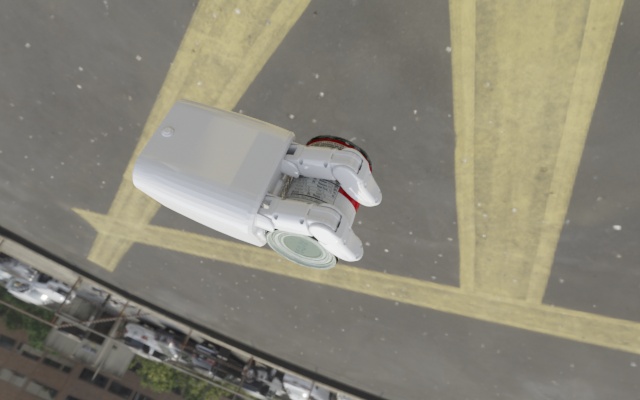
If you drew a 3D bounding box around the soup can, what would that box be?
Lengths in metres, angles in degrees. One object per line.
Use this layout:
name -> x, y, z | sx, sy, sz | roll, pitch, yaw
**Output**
soup can -> 0.000, 0.002, 0.429 | 0.068, 0.102, 0.068 | 17, -29, 10
